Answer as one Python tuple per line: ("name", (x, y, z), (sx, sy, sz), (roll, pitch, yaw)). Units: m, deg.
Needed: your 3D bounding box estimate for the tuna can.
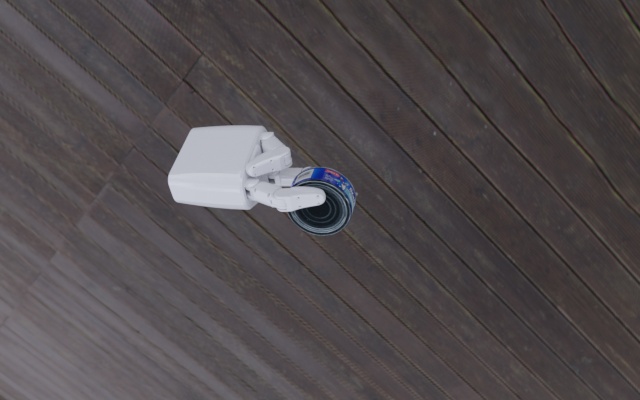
("tuna can", (0.000, 0.002, 0.602), (0.086, 0.086, 0.033), (0, 33, 14))
